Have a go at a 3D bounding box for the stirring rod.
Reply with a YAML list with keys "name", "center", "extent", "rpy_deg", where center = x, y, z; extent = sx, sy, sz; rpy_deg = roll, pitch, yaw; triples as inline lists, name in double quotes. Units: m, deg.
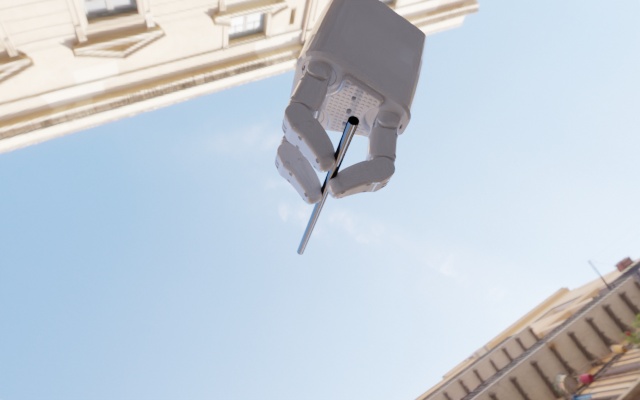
- name: "stirring rod"
  center: [0.000, 0.001, 0.428]
  extent: [0.011, 0.011, 0.240]
  rpy_deg: [0, -27, -12]
